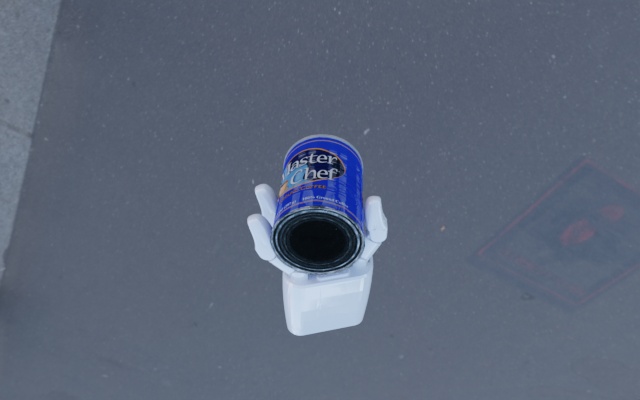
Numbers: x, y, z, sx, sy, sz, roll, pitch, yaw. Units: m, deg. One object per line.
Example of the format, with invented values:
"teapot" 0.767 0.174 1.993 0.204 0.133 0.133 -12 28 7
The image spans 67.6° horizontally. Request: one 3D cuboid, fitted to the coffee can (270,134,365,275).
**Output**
"coffee can" 0.000 0.002 0.565 0.103 0.103 0.140 0 40 4
